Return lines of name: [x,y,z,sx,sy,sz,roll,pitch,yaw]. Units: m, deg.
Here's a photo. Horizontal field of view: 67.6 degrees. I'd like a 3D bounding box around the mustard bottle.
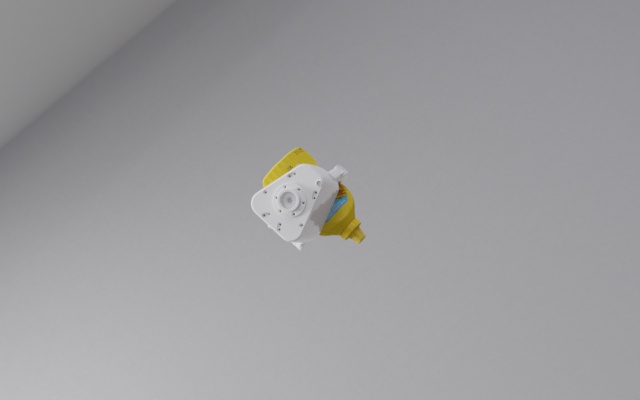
mustard bottle: [0.000,0.003,0.812,0.191,0.096,0.058,42,-18,10]
